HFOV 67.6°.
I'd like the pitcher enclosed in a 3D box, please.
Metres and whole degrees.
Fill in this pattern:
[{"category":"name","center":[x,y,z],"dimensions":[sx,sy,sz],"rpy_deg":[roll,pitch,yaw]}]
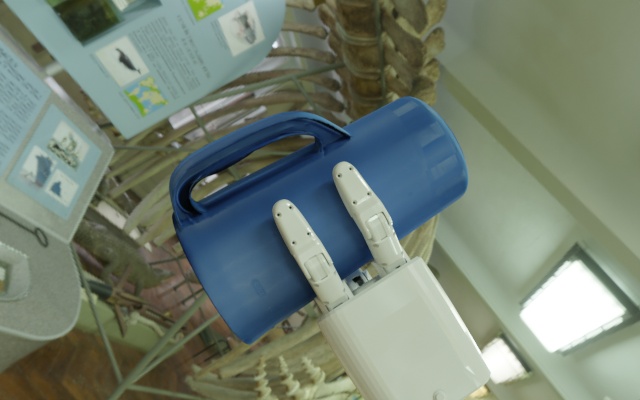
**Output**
[{"category":"pitcher","center":[0.000,0.002,0.422],"dimensions":[0.243,0.145,0.149],"rpy_deg":[-31,-12,-6]}]
